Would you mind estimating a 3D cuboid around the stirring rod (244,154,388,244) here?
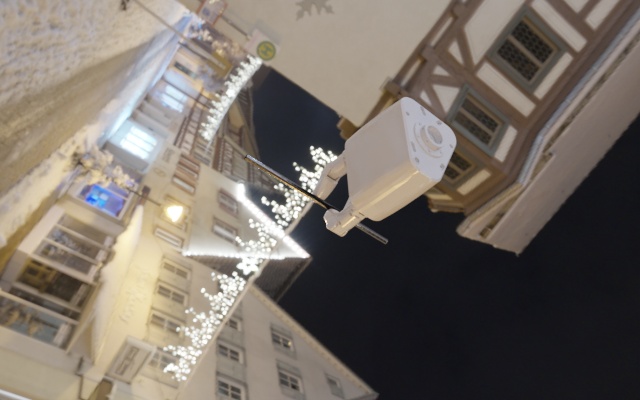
[{"bbox_3d":[0.000,0.002,0.658,0.239,0.011,0.011,31,-12,-21],"label":"stirring rod"}]
